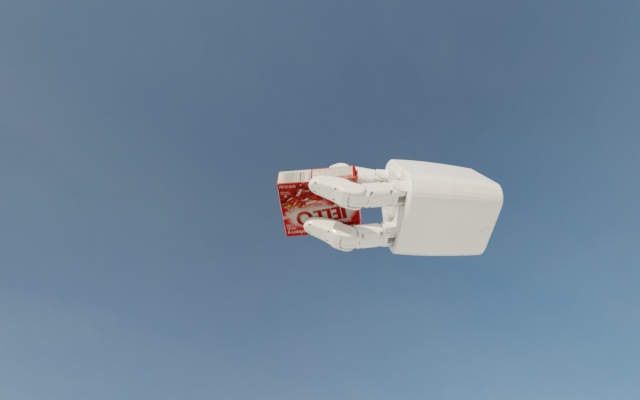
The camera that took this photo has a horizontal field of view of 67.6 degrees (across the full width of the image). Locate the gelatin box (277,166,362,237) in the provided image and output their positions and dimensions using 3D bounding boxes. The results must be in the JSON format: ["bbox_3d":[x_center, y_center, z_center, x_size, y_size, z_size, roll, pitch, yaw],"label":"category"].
[{"bbox_3d":[0.000,0.002,0.540,0.089,0.073,0.030,-4,34,5],"label":"gelatin box"}]
